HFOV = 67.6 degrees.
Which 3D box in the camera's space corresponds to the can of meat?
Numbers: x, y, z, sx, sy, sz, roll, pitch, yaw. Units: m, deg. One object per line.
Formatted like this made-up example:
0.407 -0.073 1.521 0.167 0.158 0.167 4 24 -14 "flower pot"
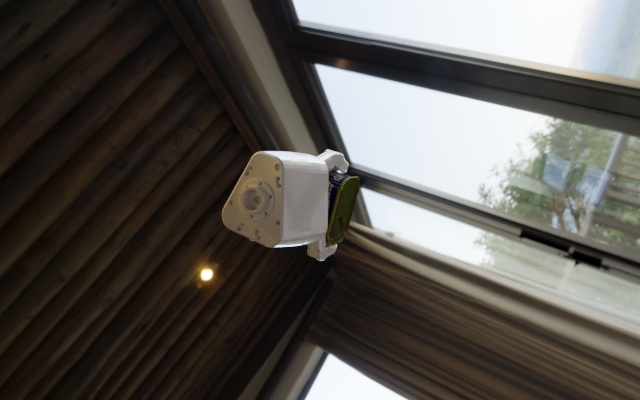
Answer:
0.000 0.002 0.693 0.084 0.102 0.057 21 15 26 "can of meat"
